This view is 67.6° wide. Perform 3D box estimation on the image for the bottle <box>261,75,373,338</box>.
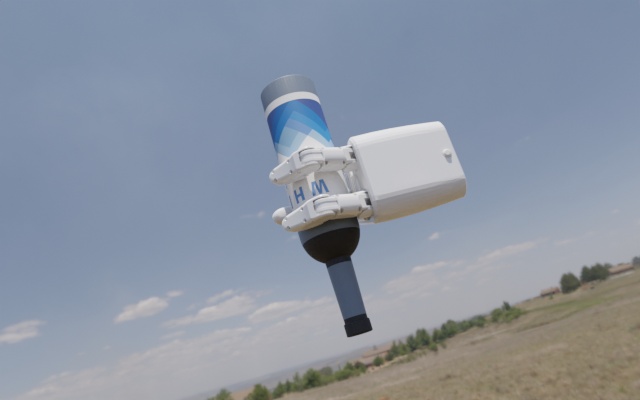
[{"bbox_3d":[0.000,0.002,0.530,0.069,0.295,0.069,-15,-19,-5],"label":"bottle"}]
